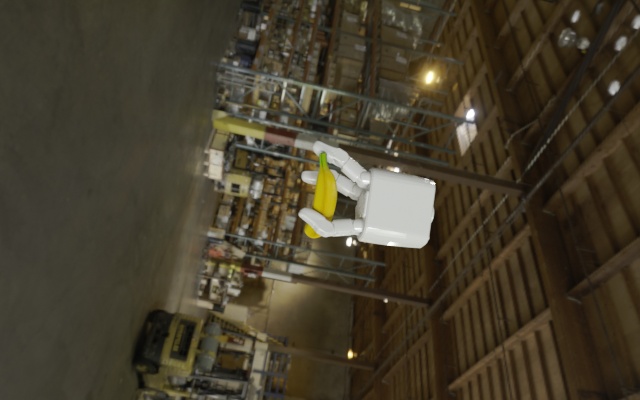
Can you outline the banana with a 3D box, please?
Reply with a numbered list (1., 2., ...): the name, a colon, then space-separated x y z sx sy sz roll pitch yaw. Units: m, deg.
1. banana: 0.001 0.014 0.788 0.037 0.069 0.198 6 -41 -7
